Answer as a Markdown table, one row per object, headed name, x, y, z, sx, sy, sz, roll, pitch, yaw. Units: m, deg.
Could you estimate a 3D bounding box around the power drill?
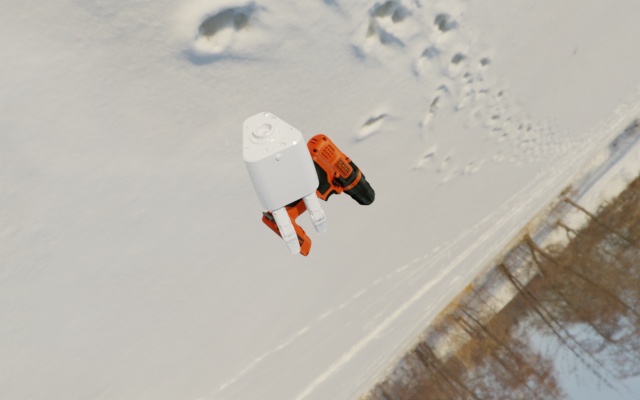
| name | x | y | z | sx | sy | sz | roll | pitch | yaw |
| --- | --- | --- | --- | --- | --- | --- | --- | --- | --- |
| power drill | 0.000 | 0.003 | 0.848 | 0.184 | 0.187 | 0.057 | 43 | -11 | -34 |
